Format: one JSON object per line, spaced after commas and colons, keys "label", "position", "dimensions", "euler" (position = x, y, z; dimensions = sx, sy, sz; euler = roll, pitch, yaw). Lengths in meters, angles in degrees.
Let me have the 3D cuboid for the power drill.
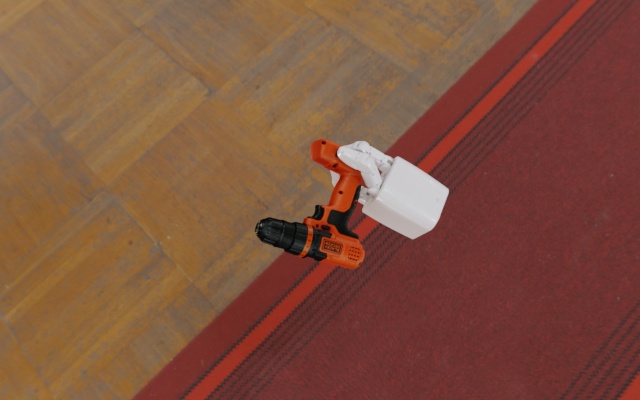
{"label": "power drill", "position": [0.000, 0.002, 0.762], "dimensions": [0.184, 0.187, 0.057], "euler": [19, -12, -24]}
